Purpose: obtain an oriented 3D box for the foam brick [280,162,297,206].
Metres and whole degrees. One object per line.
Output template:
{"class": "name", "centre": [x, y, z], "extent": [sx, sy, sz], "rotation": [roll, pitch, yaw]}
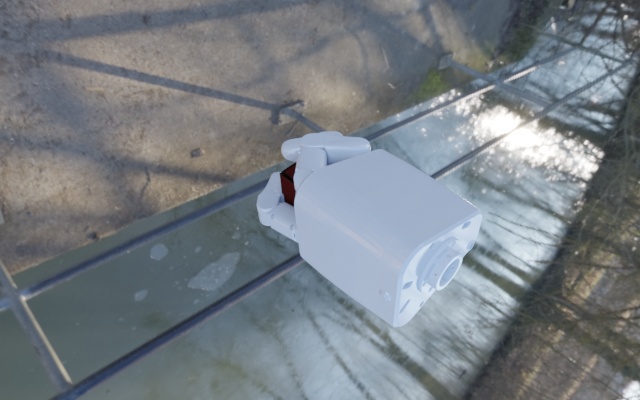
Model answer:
{"class": "foam brick", "centre": [0.000, 0.002, 0.449], "extent": [0.053, 0.078, 0.051], "rotation": [-36, 53, -28]}
